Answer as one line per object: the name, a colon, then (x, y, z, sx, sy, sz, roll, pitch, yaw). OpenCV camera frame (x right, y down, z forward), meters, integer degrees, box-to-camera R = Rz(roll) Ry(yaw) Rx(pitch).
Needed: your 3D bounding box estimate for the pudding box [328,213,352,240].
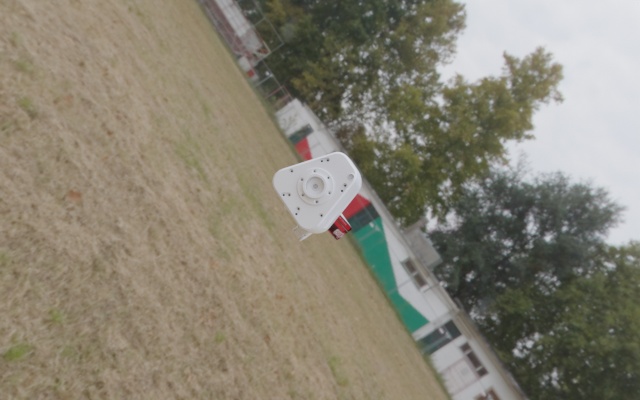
pudding box: (0.000, 0.003, 0.808, 0.039, 0.113, 0.090, -34, -34, 4)
